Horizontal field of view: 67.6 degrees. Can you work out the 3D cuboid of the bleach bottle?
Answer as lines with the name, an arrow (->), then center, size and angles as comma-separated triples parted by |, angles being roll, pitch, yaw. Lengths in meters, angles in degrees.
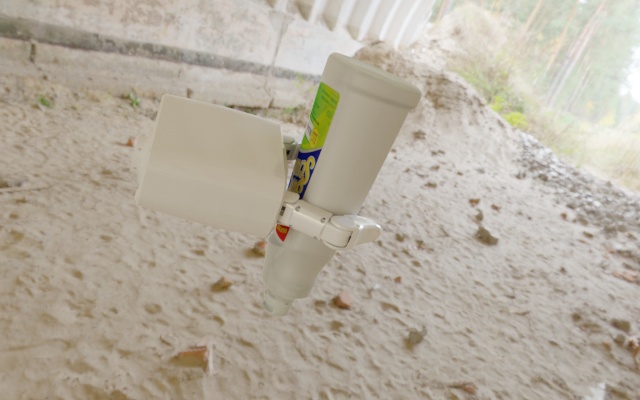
bleach bottle -> 0.000, 0.001, 0.433 | 0.068, 0.251, 0.102 | 14, 21, -20
